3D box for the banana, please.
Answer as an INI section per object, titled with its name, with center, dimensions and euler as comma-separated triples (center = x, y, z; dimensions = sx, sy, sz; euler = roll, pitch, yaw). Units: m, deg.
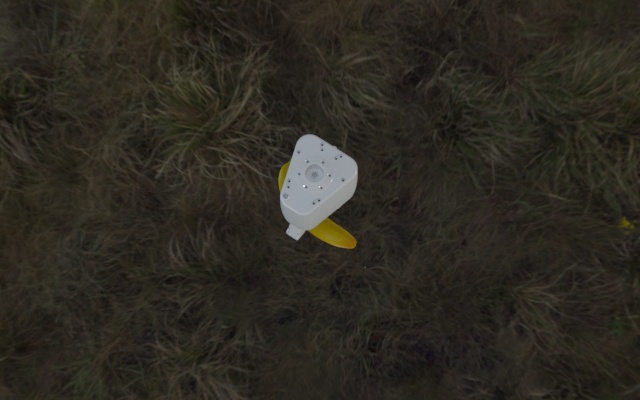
[banana]
center = -0.017, 0.009, 0.808
dimensions = 0.069, 0.197, 0.037
euler = -30, -12, -14
